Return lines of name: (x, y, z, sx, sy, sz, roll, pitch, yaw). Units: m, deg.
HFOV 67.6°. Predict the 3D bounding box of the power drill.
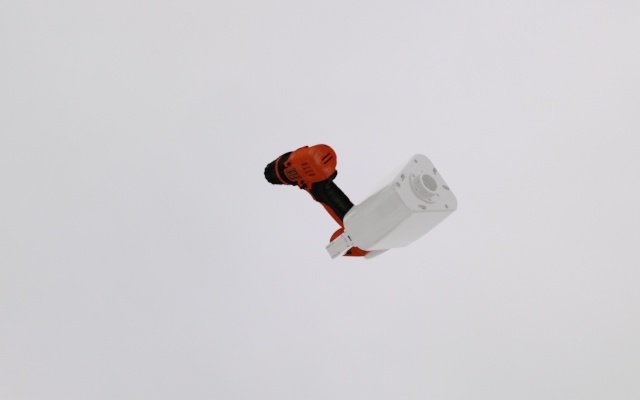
power drill: (0.001, 0.003, 0.743, 0.057, 0.188, 0.184, -45, 18, -24)
